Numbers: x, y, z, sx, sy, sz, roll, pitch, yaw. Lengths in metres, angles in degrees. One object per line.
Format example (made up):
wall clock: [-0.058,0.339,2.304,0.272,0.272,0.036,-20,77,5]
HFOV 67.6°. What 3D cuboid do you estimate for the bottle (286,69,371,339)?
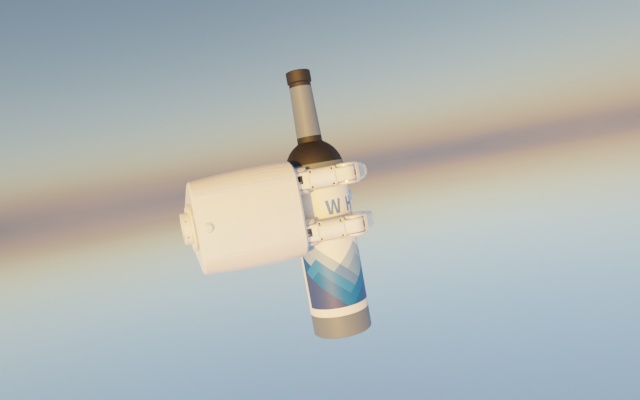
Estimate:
bottle: [0.000,0.002,0.539,0.069,0.296,0.069,-10,3,1]
